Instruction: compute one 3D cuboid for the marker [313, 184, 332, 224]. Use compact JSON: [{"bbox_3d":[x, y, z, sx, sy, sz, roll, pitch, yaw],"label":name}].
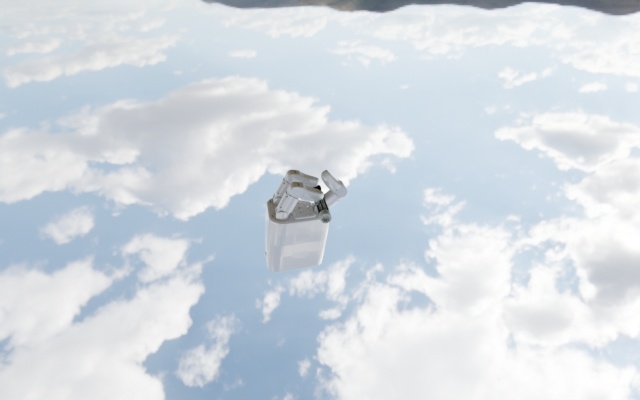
[{"bbox_3d":[0.000,0.003,0.819,0.020,0.020,0.121,0,26,-9],"label":"marker"}]
